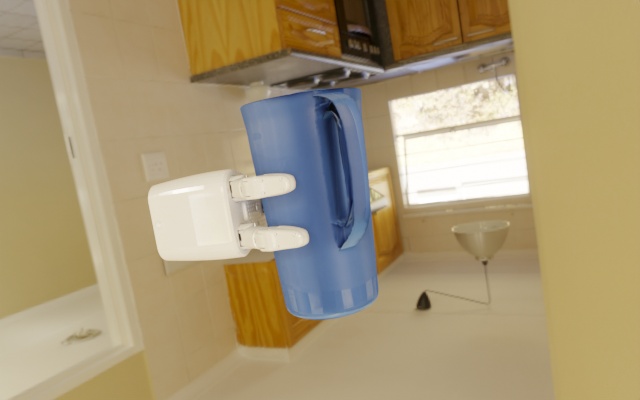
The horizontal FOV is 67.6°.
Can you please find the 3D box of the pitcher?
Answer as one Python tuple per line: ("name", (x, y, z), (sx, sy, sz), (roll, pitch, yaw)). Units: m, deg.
("pitcher", (0.000, 0.002, 0.525), (0.145, 0.243, 0.149), (-7, 7, 18))
